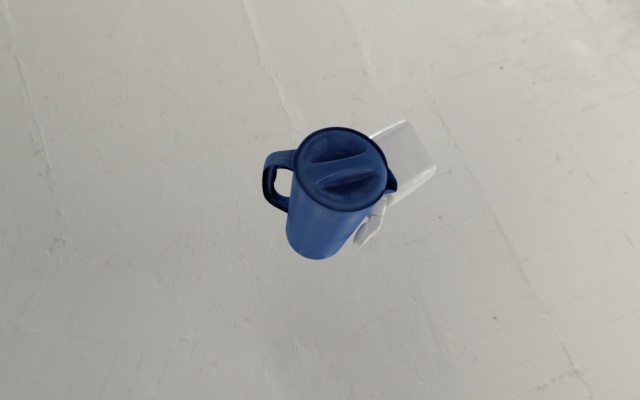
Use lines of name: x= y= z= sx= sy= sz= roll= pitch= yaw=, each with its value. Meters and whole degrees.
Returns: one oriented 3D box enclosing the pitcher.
pitcher: x=0.000 y=0.002 z=0.743 sx=0.145 sy=0.149 sz=0.243 roll=-32 pitch=-16 yaw=-23
